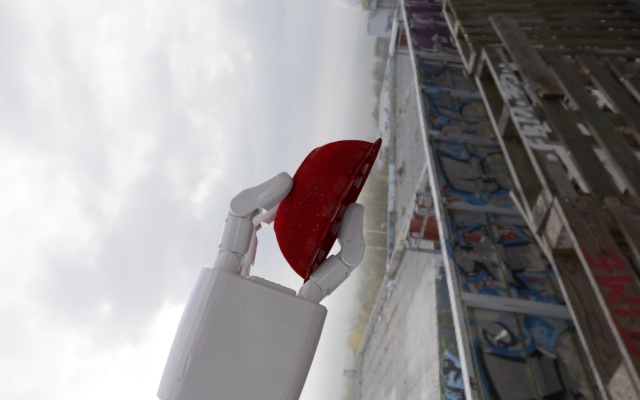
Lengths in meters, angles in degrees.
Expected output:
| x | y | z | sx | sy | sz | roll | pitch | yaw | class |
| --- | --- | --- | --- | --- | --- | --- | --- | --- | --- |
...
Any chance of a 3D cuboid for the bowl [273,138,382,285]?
| x | y | z | sx | sy | sz | roll | pitch | yaw | class |
| --- | --- | --- | --- | --- | --- | --- | --- | --- | --- |
| 0.000 | 0.000 | 0.464 | 0.055 | 0.162 | 0.162 | 28 | 4 | 7 | bowl |
